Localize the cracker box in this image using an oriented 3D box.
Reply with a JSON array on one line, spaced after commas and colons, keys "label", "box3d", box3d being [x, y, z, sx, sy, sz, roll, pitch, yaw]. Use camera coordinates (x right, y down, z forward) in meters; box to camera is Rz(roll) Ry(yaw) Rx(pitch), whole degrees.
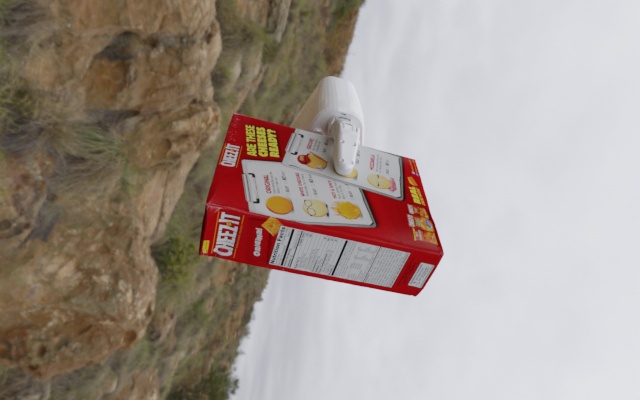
[{"label": "cracker box", "box3d": [0.000, 0.001, 0.485, 0.214, 0.072, 0.164, 12, 36, -9]}]
